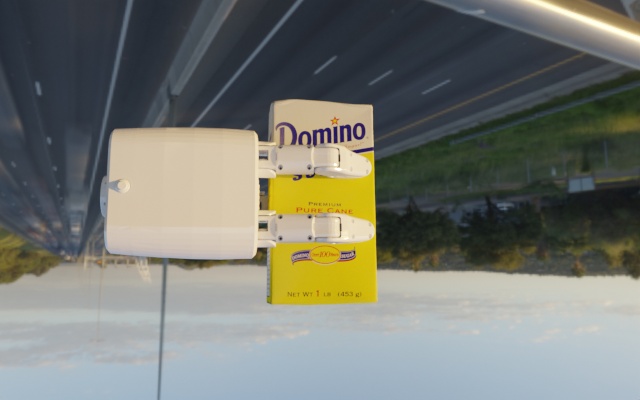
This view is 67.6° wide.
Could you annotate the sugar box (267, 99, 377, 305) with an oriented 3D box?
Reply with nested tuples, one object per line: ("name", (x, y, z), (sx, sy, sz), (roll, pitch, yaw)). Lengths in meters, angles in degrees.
("sugar box", (0.000, 0.001, 0.422), (0.093, 0.176, 0.048), (1, -8, -11))
